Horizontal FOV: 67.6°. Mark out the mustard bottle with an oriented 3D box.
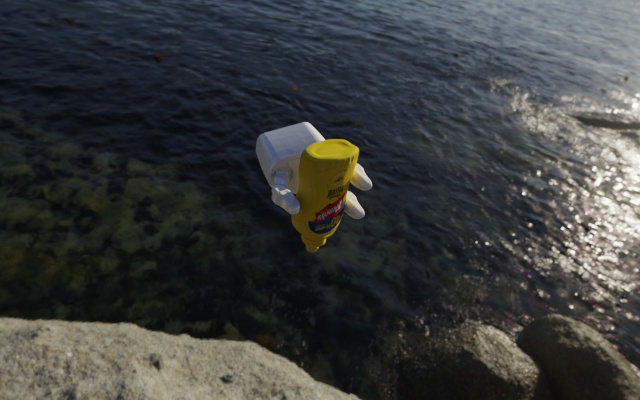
[{"bbox_3d":[0.000,0.002,0.749,0.096,0.192,0.058,-22,46,-41],"label":"mustard bottle"}]
